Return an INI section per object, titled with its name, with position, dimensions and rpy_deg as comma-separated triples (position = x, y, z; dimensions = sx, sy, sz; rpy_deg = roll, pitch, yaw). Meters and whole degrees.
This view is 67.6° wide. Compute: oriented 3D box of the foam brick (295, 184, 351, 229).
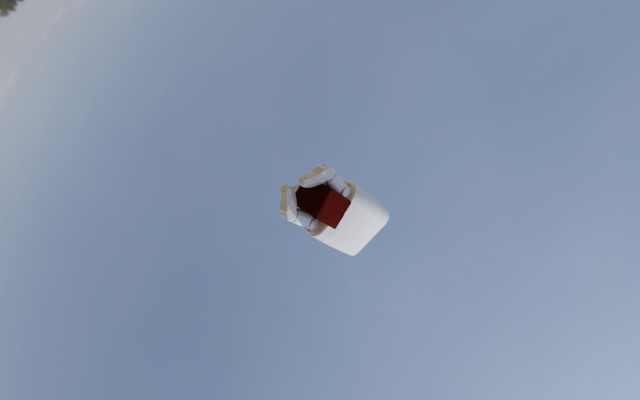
[foam brick]
position = 0.000, 0.003, 0.761
dimensions = 0.051, 0.053, 0.078
rpy_deg = 33, -2, -38
